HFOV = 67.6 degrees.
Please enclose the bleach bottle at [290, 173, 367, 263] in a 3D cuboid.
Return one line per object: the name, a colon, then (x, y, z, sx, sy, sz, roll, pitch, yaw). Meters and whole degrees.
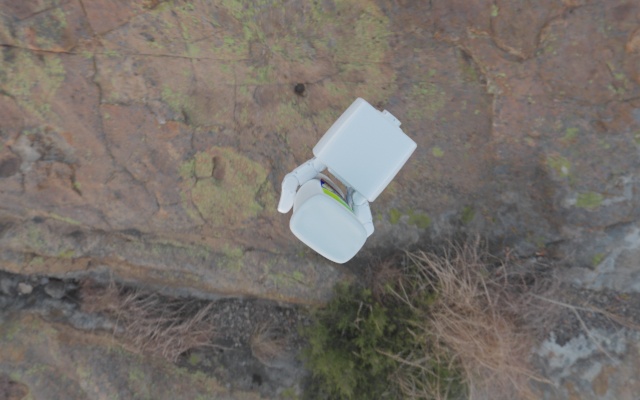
bleach bottle: (0.000, 0.002, 0.721, 0.102, 0.068, 0.250, 38, 10, -16)
